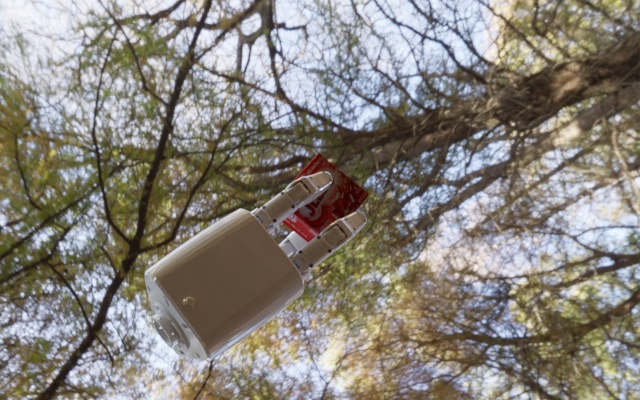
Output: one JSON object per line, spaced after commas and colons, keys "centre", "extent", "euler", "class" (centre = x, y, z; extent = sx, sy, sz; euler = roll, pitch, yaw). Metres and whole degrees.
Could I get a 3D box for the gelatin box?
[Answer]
{"centre": [0.000, 0.002, 0.511], "extent": [0.089, 0.073, 0.030], "euler": [-50, -2, -40], "class": "gelatin box"}
